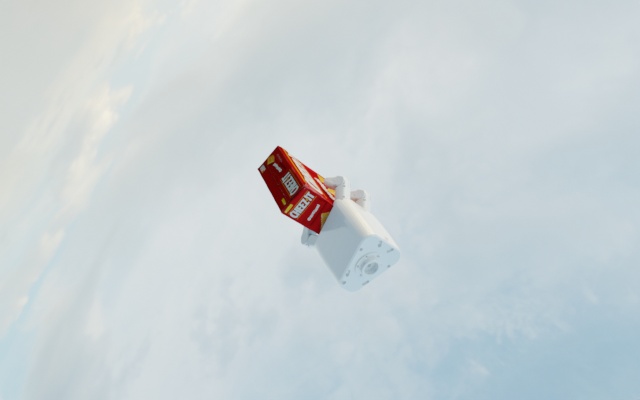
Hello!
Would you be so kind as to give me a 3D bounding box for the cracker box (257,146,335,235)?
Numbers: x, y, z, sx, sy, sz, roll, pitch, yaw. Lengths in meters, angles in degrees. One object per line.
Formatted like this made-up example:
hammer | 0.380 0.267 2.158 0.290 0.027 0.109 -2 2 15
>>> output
cracker box | 0.000 0.003 0.899 0.214 0.072 0.164 33 13 -36
